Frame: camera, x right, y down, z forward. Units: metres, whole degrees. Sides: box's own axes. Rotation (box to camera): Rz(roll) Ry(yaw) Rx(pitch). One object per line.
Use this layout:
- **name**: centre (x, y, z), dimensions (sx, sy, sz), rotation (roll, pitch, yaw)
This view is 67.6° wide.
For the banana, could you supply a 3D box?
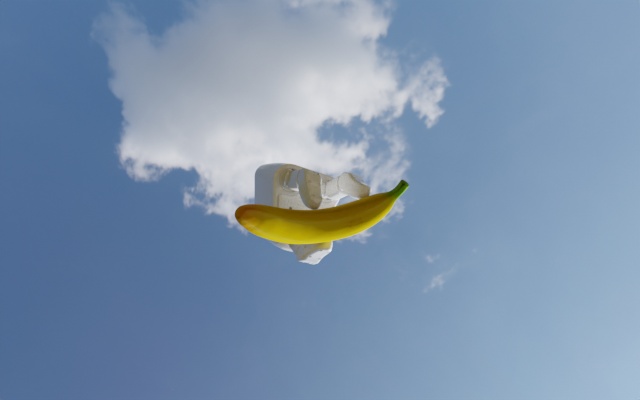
- **banana**: centre (0.001, 0.017, 0.515), dimensions (0.198, 0.070, 0.037), rotation (-11, 38, -25)
